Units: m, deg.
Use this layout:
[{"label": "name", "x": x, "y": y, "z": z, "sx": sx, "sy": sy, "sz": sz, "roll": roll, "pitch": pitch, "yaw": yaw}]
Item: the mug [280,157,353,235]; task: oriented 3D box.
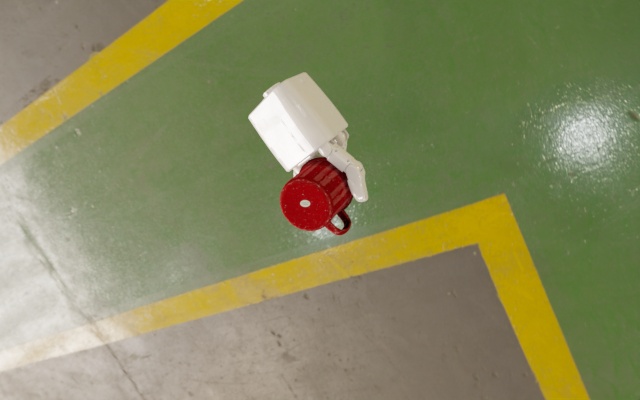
[{"label": "mug", "x": 0.001, "y": 0.004, "z": 0.693, "sx": 0.093, "sy": 0.117, "sz": 0.081, "roll": -35, "pitch": 5, "yaw": 31}]
